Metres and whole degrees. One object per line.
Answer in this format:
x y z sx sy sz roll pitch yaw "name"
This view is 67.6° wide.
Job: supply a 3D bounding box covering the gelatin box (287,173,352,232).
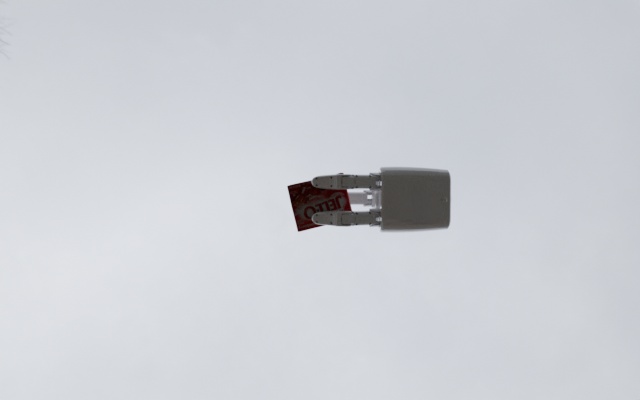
0.000 0.002 0.733 0.089 0.073 0.030 -13 2 2 "gelatin box"
